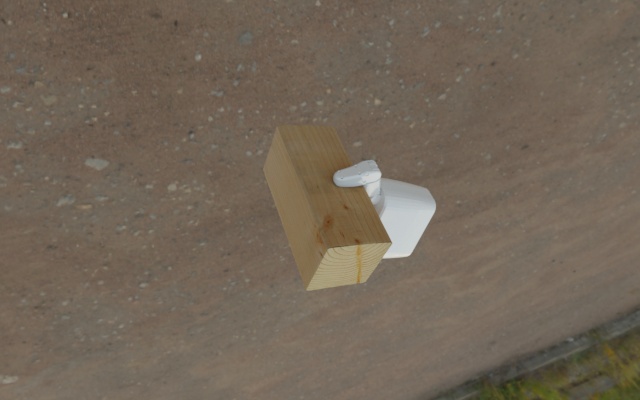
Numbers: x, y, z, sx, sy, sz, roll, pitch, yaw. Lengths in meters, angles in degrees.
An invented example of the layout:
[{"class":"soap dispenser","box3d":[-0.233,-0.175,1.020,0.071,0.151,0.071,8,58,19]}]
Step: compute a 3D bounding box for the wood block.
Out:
[{"class":"wood block","box3d":[0.001,0.002,0.631,0.090,0.206,0.091,-3,-40,-27]}]
